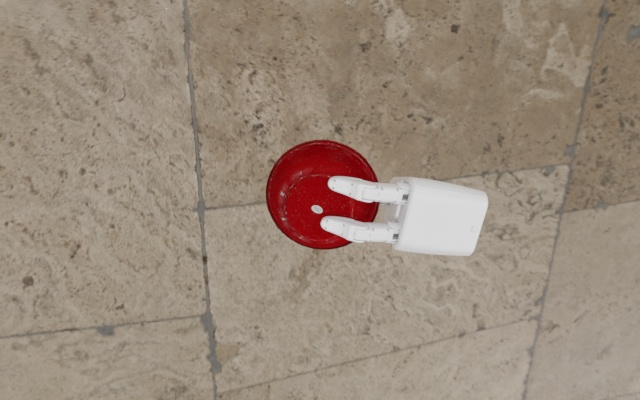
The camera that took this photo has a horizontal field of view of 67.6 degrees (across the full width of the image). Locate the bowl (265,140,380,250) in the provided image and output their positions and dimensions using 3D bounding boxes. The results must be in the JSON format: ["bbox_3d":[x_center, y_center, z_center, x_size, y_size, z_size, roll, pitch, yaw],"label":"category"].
[{"bbox_3d":[-0.001,0.002,0.645,0.162,0.162,0.055,0,18,6],"label":"bowl"}]
